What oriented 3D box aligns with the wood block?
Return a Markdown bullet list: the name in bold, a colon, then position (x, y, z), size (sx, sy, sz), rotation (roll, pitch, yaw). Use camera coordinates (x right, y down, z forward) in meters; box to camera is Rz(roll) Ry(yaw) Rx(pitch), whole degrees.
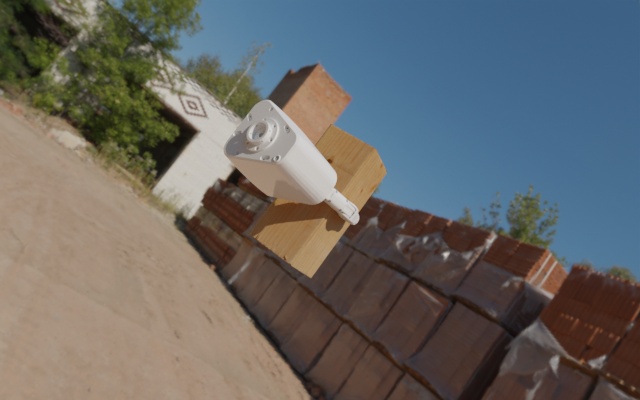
- **wood block**: position (0.000, 0.002, 0.727), size (0.090, 0.206, 0.090), rotation (33, -7, 26)
